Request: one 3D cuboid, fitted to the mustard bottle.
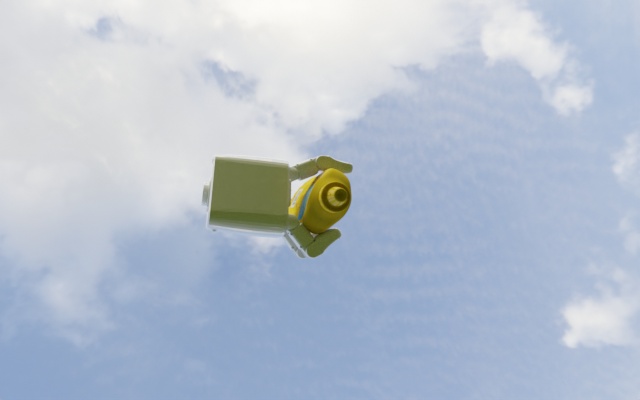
[{"bbox_3d":[0.000,0.002,0.689,0.058,0.096,0.191,31,-13,-10],"label":"mustard bottle"}]
